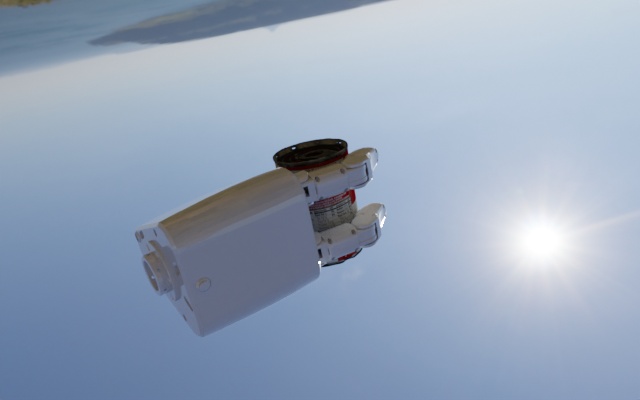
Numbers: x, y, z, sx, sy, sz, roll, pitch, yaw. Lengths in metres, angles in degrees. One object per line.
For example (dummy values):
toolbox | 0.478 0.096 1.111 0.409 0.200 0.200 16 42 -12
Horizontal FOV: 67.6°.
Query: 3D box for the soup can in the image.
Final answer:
soup can | 0.000 0.002 0.441 0.068 0.102 0.068 -10 21 4
